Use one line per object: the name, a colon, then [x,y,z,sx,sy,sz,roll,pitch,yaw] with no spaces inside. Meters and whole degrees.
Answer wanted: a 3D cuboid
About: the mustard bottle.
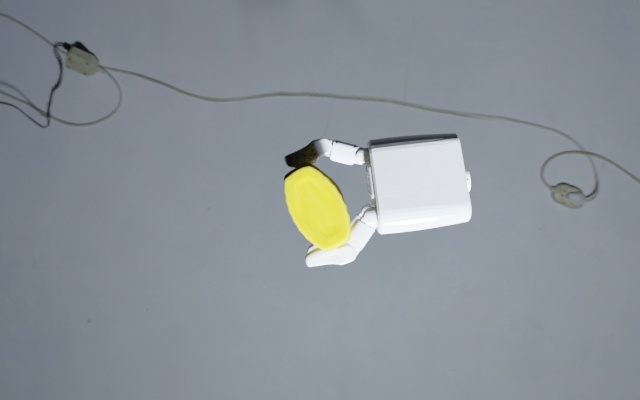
mustard bottle: [0.000,0.002,0.591,0.058,0.096,0.191,-31,2,4]
